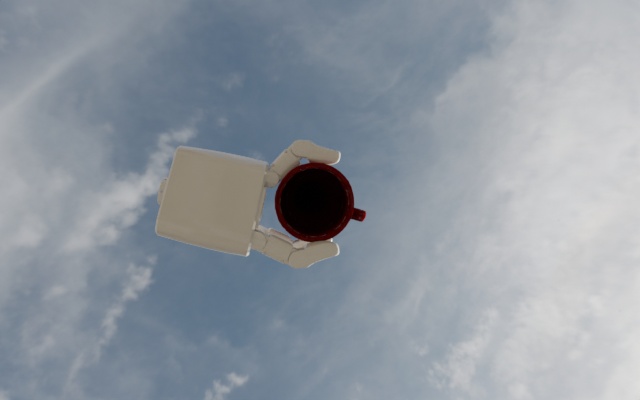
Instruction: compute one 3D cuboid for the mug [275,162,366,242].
[{"bbox_3d":[0.001,0.002,0.592,0.117,0.093,0.081,14,3,-8],"label":"mug"}]
